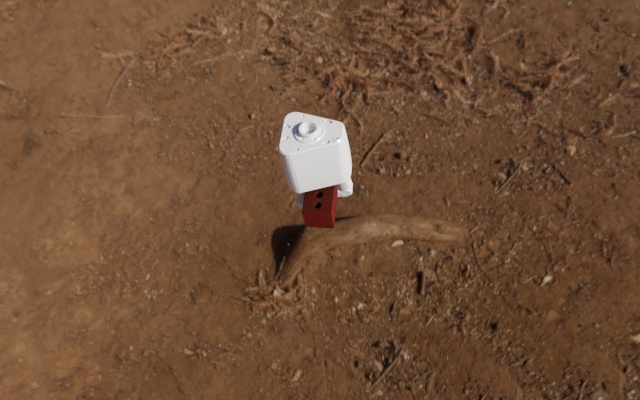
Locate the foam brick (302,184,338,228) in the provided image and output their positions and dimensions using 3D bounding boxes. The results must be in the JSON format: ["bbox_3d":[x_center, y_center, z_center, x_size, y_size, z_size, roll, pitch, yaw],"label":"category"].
[{"bbox_3d":[0.000,0.003,0.846,0.053,0.078,0.051,1,-32,9],"label":"foam brick"}]
